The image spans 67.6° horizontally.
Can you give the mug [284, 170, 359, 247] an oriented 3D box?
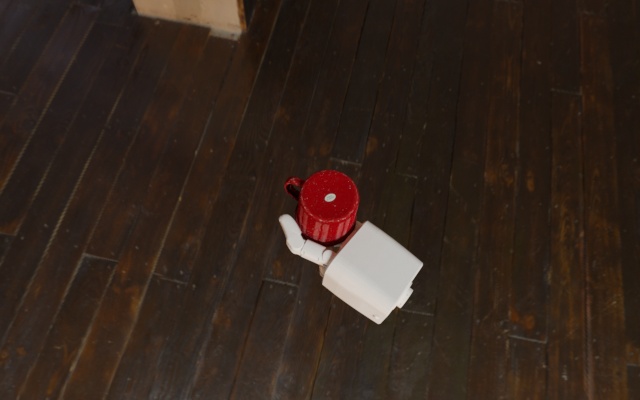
[{"bbox_3d":[-0.001,0.001,0.676,0.117,0.093,0.081,34,-21,10],"label":"mug"}]
